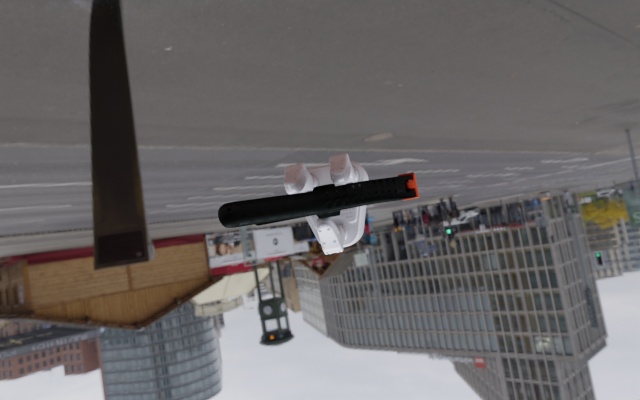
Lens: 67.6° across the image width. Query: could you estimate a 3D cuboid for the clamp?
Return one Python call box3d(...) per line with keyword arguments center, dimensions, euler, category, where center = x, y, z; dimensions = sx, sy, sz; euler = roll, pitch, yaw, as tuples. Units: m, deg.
box3d(center=(0.001, 0.002, 0.519), dimensions=(0.210, 0.036, 0.164), euler=(-10, -2, 10), category="clamp")
